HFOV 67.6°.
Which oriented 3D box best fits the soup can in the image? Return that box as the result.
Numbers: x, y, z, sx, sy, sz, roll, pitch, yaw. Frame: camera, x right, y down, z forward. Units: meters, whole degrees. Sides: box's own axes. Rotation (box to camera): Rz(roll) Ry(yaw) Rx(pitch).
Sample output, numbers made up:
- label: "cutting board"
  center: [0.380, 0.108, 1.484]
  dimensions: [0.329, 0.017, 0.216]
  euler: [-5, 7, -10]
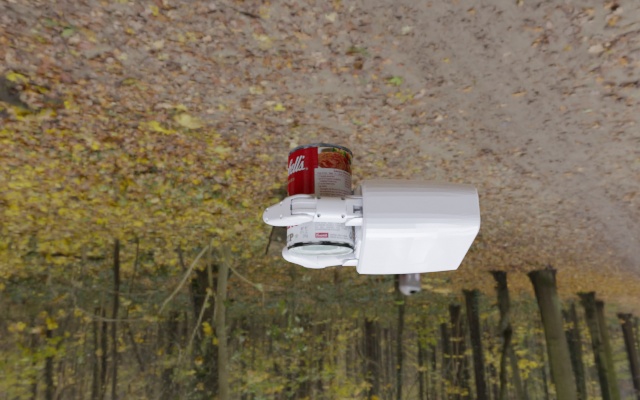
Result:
- label: "soup can"
  center: [0.000, 0.002, 0.485]
  dimensions: [0.068, 0.102, 0.068]
  euler: [0, -16, 0]
